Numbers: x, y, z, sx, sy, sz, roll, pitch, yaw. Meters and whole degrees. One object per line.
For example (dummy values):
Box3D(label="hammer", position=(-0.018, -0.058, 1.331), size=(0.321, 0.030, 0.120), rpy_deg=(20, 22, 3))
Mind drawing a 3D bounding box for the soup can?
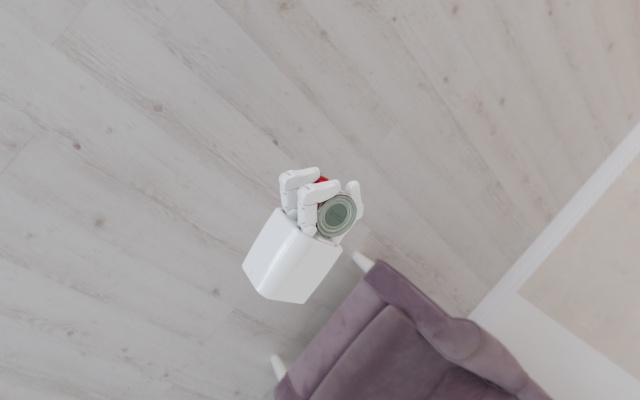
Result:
Box3D(label="soup can", position=(0.001, 0.002, 0.706), size=(0.068, 0.068, 0.102), rpy_deg=(0, 24, -29))
